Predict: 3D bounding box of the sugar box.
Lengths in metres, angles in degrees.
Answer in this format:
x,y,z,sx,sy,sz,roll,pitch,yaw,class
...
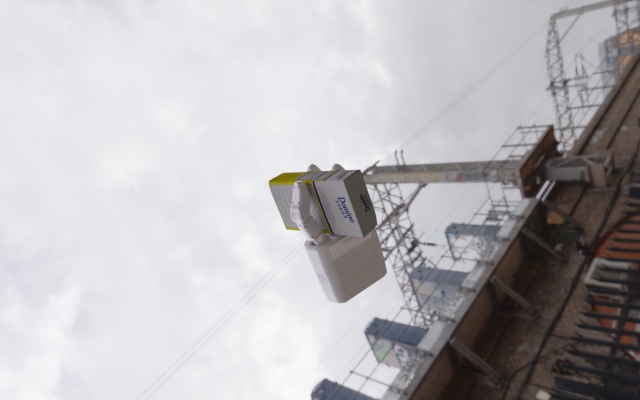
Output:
x,y,z,sx,sy,sz,roll,pitch,yaw,class
0.000,0.002,0.733,0.176,0.093,0.048,1,29,45,sugar box
